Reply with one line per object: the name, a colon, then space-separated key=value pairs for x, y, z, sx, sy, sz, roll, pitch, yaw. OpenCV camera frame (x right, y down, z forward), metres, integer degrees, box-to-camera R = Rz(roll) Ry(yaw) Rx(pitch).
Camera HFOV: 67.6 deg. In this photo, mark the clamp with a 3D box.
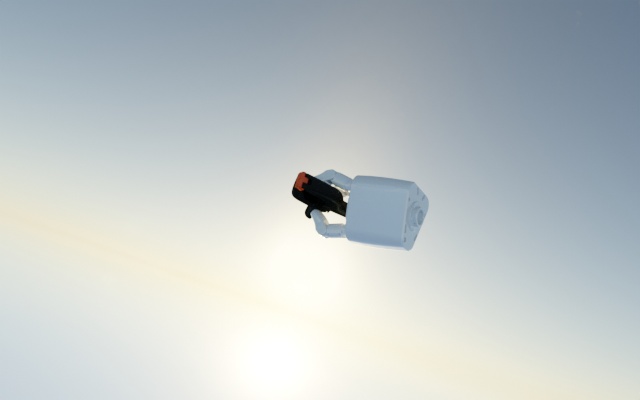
clamp: x=0.000 y=0.003 z=0.873 sx=0.164 sy=0.036 sz=0.210 roll=4 pitch=-20 yaw=34
